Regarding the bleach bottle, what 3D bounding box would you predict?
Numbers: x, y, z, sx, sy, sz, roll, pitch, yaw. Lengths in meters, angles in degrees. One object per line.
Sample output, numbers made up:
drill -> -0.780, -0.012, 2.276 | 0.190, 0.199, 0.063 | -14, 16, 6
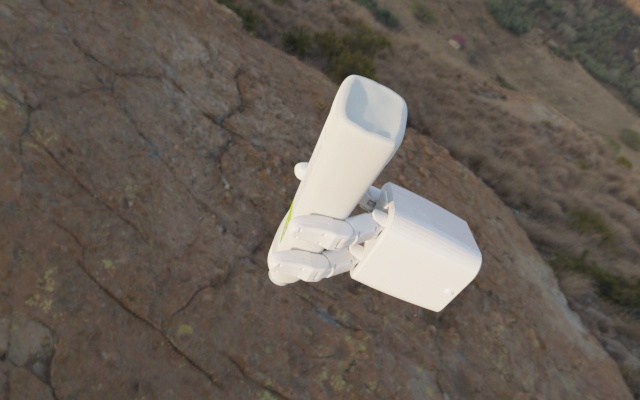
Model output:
bleach bottle -> 0.000, 0.002, 0.499 | 0.068, 0.251, 0.102 | 25, 41, -6
